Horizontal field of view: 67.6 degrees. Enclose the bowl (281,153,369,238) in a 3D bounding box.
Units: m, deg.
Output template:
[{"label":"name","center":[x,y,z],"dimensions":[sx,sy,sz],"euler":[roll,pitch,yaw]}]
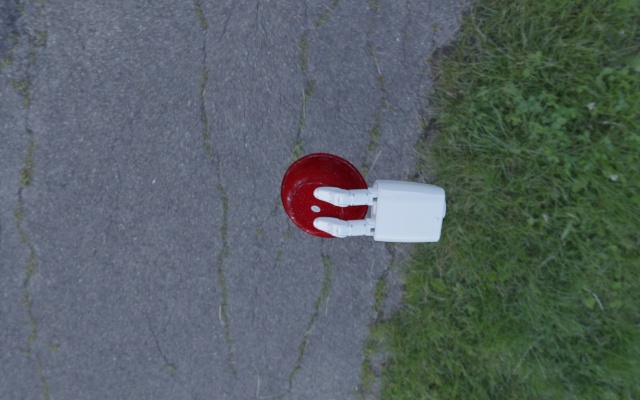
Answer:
[{"label":"bowl","center":[-0.001,0.003,0.819],"dimensions":[0.162,0.162,0.055],"euler":[0,22,16]}]
